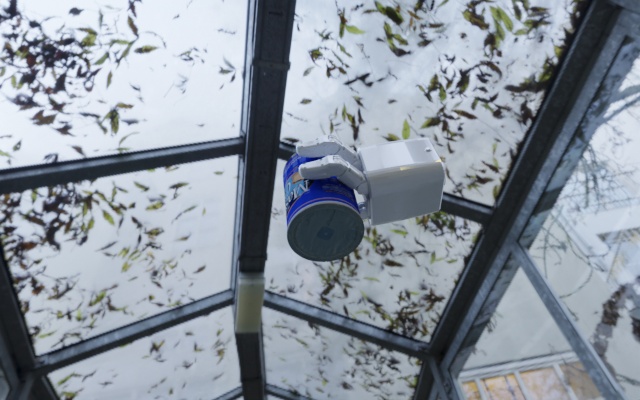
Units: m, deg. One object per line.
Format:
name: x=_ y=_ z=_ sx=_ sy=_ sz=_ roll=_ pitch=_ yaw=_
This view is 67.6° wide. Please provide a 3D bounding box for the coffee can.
coffee can: x=0.000 y=0.002 z=0.678 sx=0.103 sy=0.103 sz=0.140 roll=0 pitch=38 yaw=-8
